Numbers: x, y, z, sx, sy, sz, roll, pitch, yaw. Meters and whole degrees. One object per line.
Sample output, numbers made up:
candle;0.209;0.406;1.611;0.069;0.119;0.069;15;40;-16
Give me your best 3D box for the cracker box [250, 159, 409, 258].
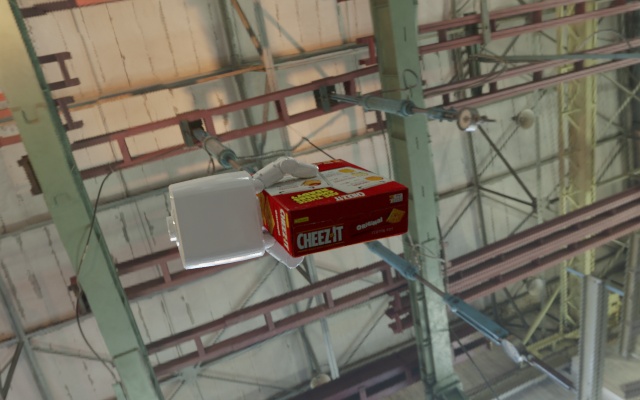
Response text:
cracker box;0.000;0.002;0.679;0.164;0.072;0.213;-11;19;-19
